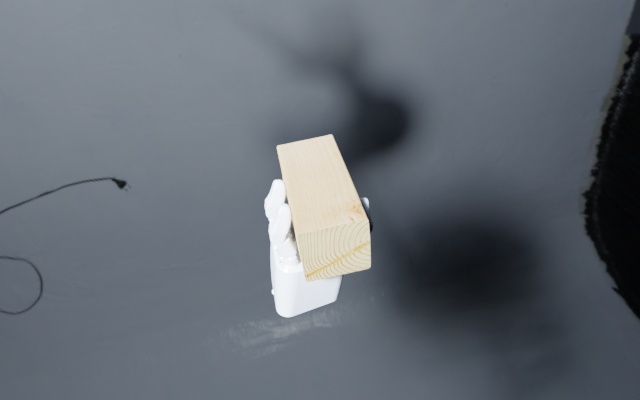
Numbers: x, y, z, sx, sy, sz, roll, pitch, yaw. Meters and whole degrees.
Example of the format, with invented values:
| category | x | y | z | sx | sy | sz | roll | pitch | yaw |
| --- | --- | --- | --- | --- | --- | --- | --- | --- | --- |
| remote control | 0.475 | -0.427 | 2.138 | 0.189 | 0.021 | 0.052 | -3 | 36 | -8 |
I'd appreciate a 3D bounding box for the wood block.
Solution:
| category | x | y | z | sx | sy | sz | roll | pitch | yaw |
| --- | --- | --- | --- | --- | --- | --- | --- | --- | --- |
| wood block | 0.000 | 0.003 | 0.677 | 0.091 | 0.090 | 0.206 | -12 | 39 | -5 |
